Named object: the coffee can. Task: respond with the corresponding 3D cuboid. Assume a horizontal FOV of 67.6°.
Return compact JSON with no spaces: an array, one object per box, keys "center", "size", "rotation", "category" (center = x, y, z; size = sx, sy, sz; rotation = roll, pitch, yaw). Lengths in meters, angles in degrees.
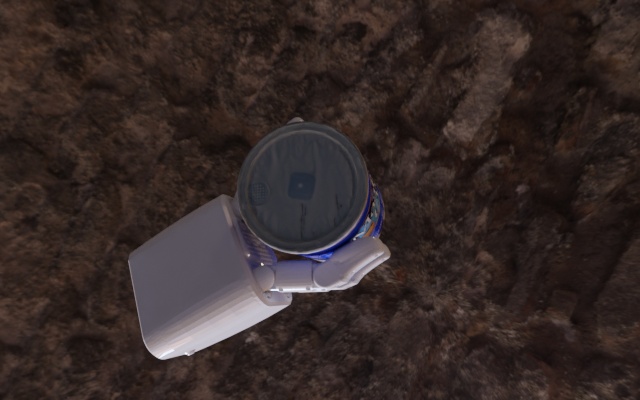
[{"center":[0.000,0.001,0.425],"size":[0.103,0.102,0.140],"rotation":[0,-11,13],"category":"coffee can"}]
